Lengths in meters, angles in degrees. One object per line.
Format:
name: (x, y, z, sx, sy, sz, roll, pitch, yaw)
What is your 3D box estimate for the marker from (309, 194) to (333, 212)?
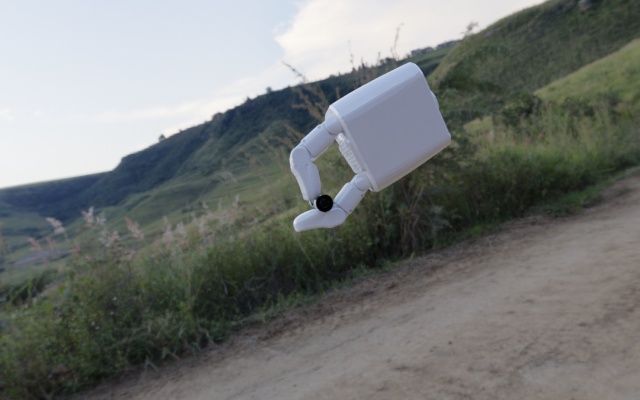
marker: (0.000, 0.002, 0.556, 0.020, 0.020, 0.121, 0, 1, -5)
